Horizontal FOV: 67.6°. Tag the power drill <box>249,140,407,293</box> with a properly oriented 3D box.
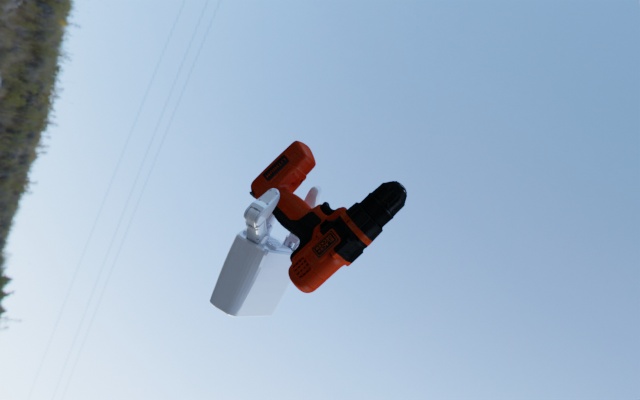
[{"bbox_3d":[0.000,0.002,0.637,0.187,0.184,0.057,51,5,37],"label":"power drill"}]
